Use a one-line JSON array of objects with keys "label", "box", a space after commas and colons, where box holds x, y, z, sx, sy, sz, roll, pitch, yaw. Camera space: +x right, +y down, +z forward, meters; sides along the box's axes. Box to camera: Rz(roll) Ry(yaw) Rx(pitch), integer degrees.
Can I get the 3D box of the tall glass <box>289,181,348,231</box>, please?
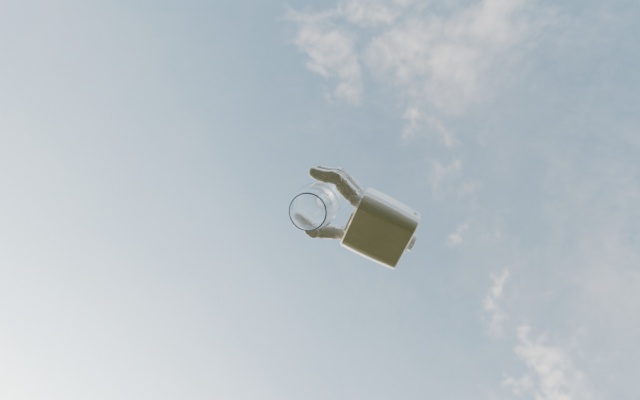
[{"label": "tall glass", "box": [0.000, 0.003, 0.845, 0.079, 0.079, 0.201, 0, 9, 12]}]
